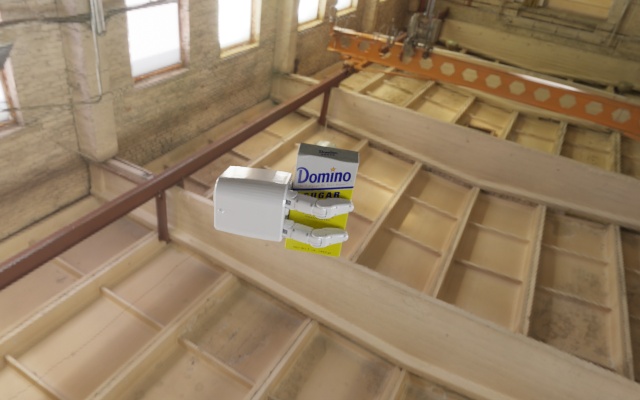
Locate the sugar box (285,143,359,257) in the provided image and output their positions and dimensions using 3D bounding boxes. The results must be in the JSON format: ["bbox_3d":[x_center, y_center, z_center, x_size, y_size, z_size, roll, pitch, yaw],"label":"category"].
[{"bbox_3d":[0.000,0.003,0.747,0.093,0.176,0.048,8,34,-1],"label":"sugar box"}]
